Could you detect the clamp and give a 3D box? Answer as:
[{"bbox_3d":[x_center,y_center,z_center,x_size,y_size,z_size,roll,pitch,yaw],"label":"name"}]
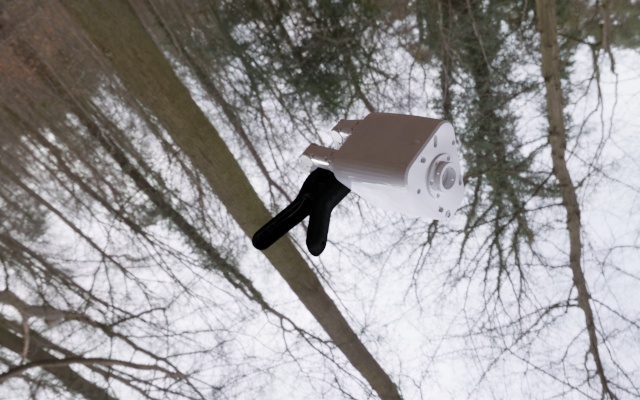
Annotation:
[{"bbox_3d":[0.000,0.002,0.576,0.120,0.171,0.039,15,-30,49],"label":"clamp"}]
